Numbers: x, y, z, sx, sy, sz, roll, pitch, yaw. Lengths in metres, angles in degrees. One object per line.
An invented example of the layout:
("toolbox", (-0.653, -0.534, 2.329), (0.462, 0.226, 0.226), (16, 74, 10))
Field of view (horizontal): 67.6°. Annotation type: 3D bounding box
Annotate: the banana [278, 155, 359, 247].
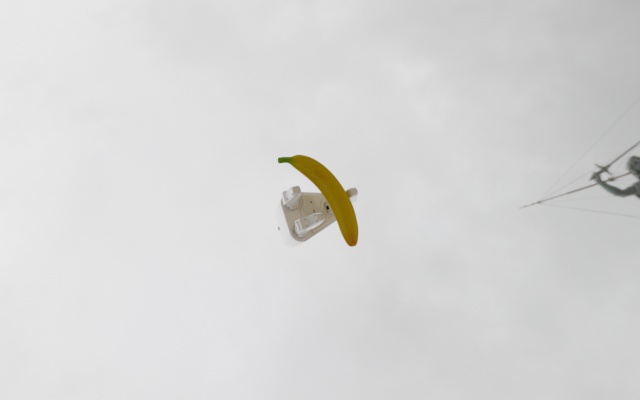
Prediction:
("banana", (0.011, -0.011, 0.825), (0.069, 0.198, 0.037), (-41, 0, -25))
